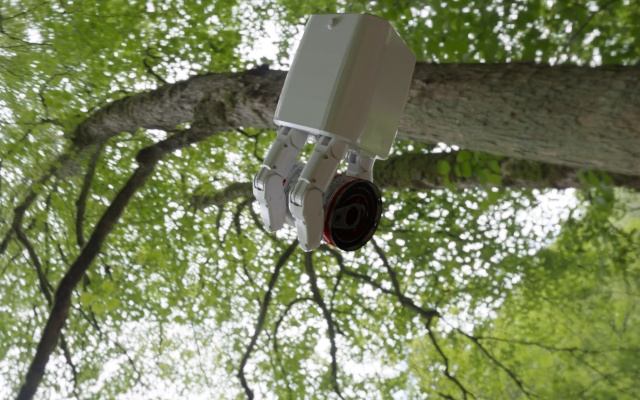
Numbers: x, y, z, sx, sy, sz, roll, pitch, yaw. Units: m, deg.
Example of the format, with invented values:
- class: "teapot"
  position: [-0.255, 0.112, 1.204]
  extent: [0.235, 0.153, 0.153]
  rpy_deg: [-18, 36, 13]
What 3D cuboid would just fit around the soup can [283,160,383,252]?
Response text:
- class: "soup can"
  position: [0.000, 0.002, 0.467]
  extent: [0.068, 0.068, 0.102]
  rpy_deg: [0, 15, -44]
